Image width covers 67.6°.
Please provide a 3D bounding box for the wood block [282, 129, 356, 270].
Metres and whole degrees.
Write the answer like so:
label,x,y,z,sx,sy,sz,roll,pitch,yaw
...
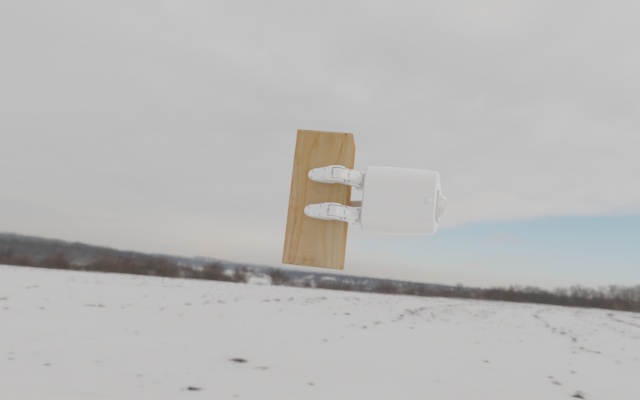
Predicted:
label,x,y,z,sx,sy,sz,roll,pitch,yaw
wood block,0.001,0.002,0.757,0.090,0.206,0.091,5,-8,8
